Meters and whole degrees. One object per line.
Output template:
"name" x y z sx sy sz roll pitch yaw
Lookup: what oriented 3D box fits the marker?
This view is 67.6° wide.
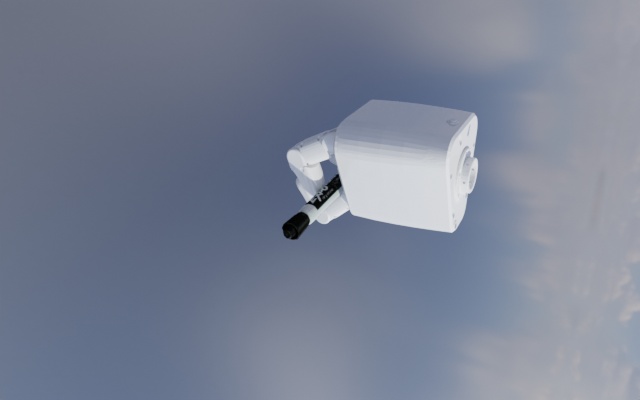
"marker" 0.000 0.002 0.472 0.020 0.020 0.121 0 29 35
